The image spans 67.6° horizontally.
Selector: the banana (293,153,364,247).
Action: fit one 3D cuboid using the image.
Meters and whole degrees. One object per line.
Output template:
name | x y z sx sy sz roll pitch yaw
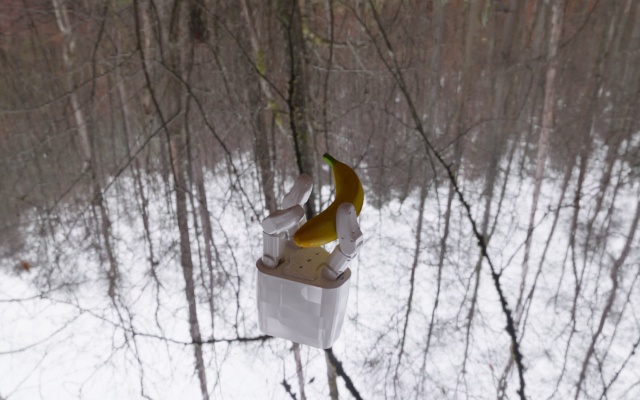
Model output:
banana | 0.019 0.004 0.599 0.069 0.037 0.197 13 33 3
